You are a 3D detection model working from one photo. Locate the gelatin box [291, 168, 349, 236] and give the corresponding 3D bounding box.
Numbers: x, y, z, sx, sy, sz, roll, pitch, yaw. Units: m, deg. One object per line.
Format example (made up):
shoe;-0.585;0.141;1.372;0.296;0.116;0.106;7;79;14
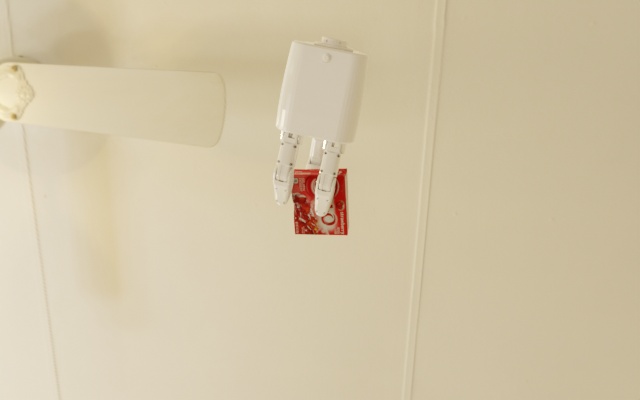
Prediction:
gelatin box;0.000;0.002;0.638;0.073;0.089;0.030;0;23;9
